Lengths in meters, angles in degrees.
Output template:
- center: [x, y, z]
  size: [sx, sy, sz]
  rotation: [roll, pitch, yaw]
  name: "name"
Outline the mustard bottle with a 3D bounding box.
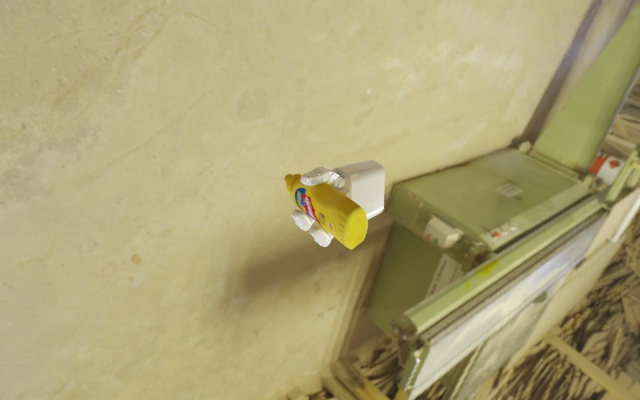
- center: [0.000, 0.003, 0.870]
  size: [0.058, 0.096, 0.191]
  rotation: [-37, 53, -22]
  name: "mustard bottle"
